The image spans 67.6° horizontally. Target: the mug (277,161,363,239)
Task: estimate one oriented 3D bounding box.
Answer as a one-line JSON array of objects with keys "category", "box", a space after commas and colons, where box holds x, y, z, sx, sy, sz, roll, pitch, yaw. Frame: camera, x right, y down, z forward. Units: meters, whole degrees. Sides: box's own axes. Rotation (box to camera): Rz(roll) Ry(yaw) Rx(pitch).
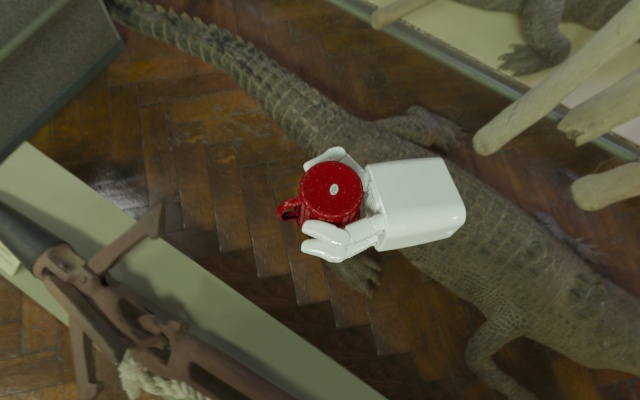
[{"category": "mug", "box": [-0.001, 0.002, 0.627, 0.117, 0.093, 0.081, -10, -22, -8]}]
